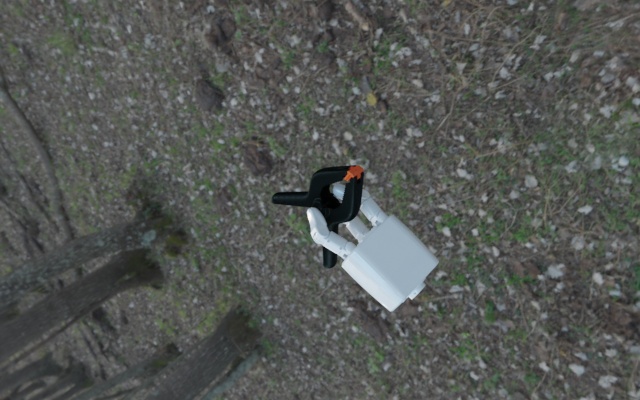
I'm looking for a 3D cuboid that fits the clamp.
[{"bbox_3d":[0.000,0.003,0.777,0.036,0.164,0.210,-34,-17,-41],"label":"clamp"}]
